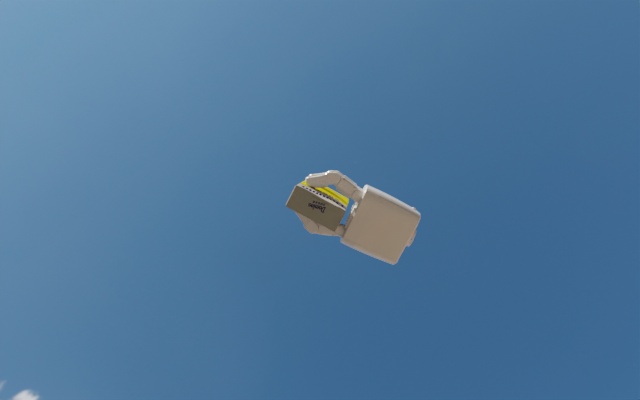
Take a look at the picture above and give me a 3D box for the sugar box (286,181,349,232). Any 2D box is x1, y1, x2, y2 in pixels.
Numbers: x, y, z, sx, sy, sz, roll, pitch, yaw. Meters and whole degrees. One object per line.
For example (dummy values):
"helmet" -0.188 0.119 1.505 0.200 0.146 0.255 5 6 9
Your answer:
"sugar box" 0.001 0.002 0.846 0.093 0.048 0.176 28 6 1
